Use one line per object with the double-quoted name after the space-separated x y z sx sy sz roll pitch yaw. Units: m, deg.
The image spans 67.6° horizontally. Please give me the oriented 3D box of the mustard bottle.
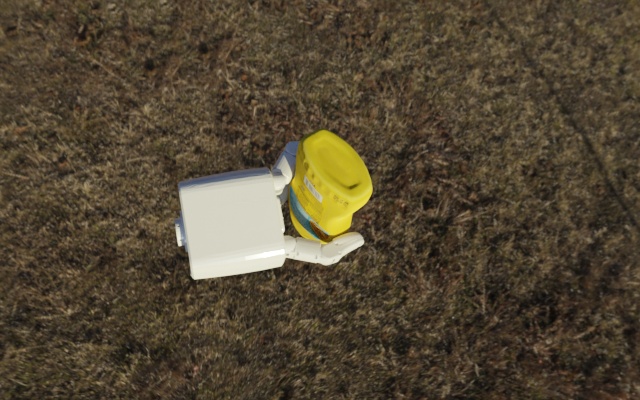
0.000 0.002 0.586 0.058 0.096 0.192 -33 -16 -24 "mustard bottle"
